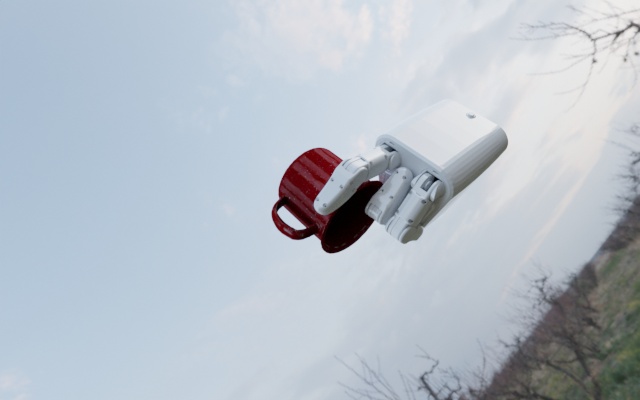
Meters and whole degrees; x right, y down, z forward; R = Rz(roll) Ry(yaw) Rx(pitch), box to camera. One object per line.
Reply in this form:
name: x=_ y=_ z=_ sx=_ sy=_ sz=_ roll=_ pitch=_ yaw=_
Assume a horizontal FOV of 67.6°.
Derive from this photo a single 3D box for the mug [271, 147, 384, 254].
mug: x=-0.001 y=0.002 z=0.507 sx=0.117 sy=0.093 sz=0.081 roll=-32 pitch=56 yaw=-29
